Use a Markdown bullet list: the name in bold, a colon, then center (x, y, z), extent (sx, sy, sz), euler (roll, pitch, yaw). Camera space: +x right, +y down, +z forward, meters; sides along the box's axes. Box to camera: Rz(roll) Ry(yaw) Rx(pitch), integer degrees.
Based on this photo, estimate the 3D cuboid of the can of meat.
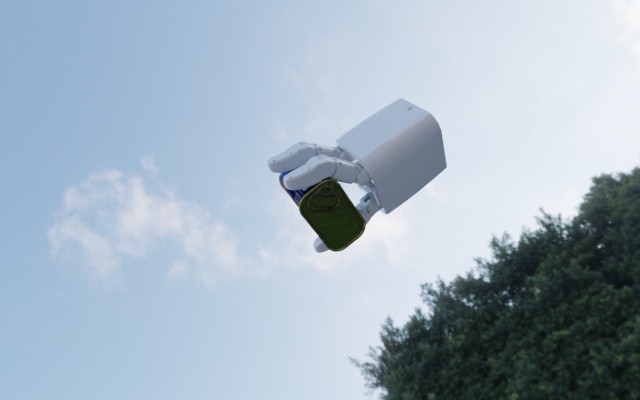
- **can of meat**: center (0.000, 0.002, 0.598), extent (0.057, 0.102, 0.084), euler (-38, 37, -2)
